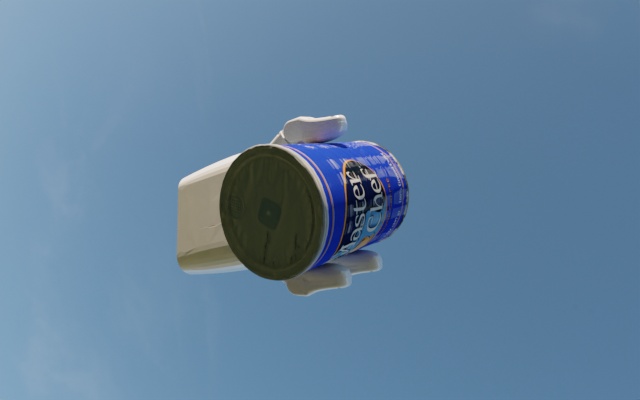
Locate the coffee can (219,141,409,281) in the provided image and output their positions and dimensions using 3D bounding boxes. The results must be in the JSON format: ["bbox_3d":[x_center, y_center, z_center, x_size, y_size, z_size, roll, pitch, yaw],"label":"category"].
[{"bbox_3d":[0.000,0.001,0.410,0.103,0.103,0.140,0,7,35],"label":"coffee can"}]
